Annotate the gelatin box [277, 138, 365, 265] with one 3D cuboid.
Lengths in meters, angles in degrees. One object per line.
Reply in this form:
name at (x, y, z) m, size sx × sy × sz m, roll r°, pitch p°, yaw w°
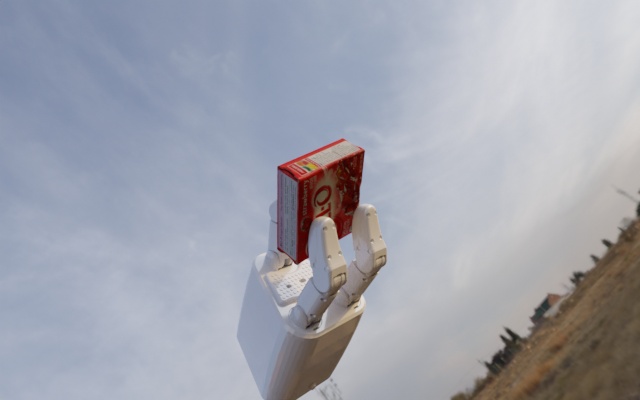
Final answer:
gelatin box at (0.000, 0.001, 0.402) m, size 0.073 × 0.089 × 0.030 m, roll -27°, pitch 45°, yaw -35°
